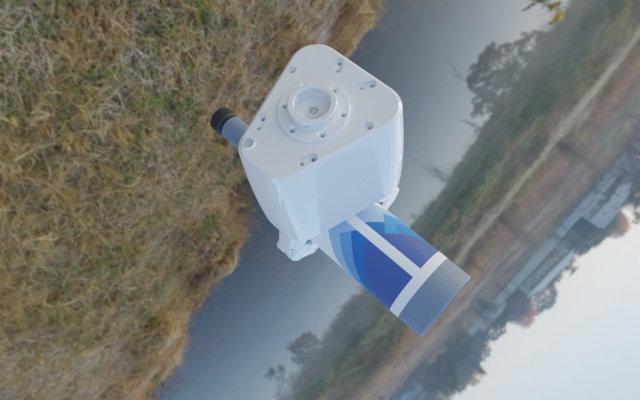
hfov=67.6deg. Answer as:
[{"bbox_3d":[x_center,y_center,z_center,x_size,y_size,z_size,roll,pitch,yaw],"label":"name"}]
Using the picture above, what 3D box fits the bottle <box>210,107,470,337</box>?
[{"bbox_3d":[0.000,0.002,0.454,0.295,0.069,0.069,40,16,20],"label":"bottle"}]
